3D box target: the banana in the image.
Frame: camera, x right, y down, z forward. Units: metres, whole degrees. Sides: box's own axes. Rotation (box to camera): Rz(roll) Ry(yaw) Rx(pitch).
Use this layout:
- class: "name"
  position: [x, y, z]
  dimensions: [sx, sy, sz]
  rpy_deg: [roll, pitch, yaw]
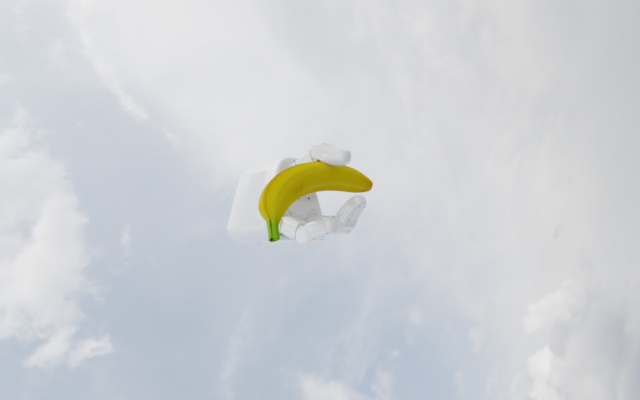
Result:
- class: "banana"
  position: [-0.010, -0.014, 0.577]
  dimensions: [0.037, 0.069, 0.197]
  rpy_deg: [-23, 3, 46]
